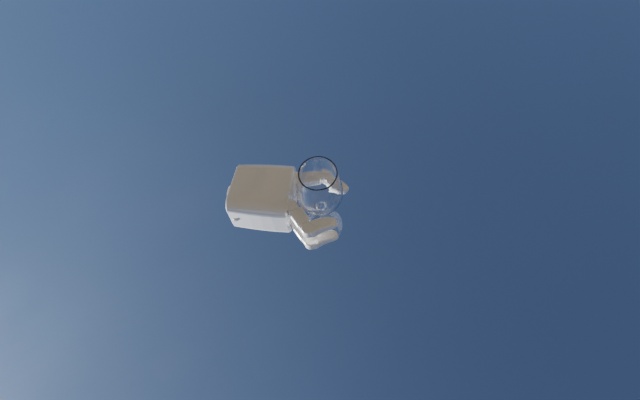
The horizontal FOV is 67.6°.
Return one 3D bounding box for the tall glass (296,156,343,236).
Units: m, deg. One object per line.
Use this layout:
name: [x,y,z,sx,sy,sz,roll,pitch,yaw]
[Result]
tall glass: [0.000,0.003,0.823,0.079,0.079,0.201,0,-27,3]
